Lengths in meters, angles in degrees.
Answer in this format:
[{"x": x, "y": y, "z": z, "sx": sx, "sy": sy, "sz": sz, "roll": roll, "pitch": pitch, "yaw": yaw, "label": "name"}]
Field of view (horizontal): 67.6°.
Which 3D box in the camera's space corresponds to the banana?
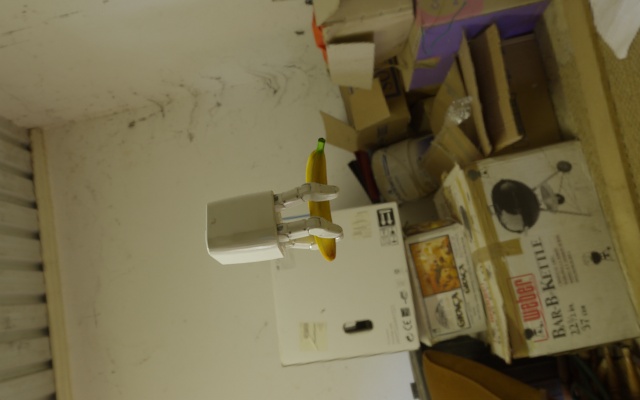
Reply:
[{"x": -0.001, "y": 0.003, "z": 0.778, "sx": 0.037, "sy": 0.197, "sz": 0.069, "roll": -6, "pitch": -10, "yaw": -4, "label": "banana"}]
